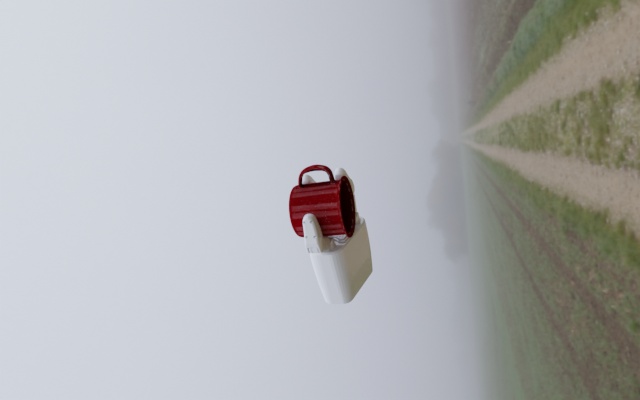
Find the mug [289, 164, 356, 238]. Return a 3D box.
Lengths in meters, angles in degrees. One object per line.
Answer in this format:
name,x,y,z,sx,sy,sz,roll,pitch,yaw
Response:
mug,0.000,0.001,0.714,0.081,0.117,0.093,-6,26,17
